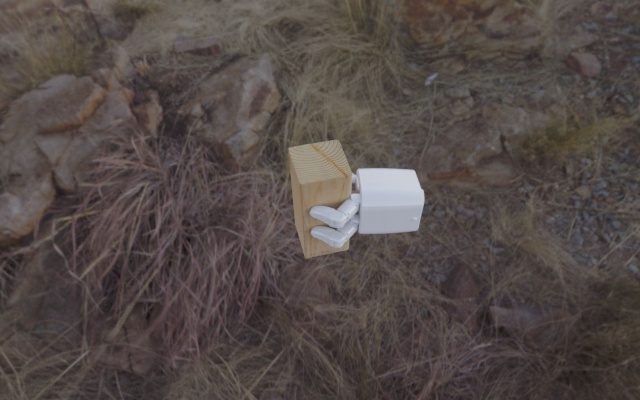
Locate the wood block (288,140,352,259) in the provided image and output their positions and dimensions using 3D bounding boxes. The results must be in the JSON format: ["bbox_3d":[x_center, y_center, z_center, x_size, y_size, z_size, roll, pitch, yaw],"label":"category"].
[{"bbox_3d":[0.000,0.002,0.858,0.090,0.090,0.206,-11,-41,-8],"label":"wood block"}]
